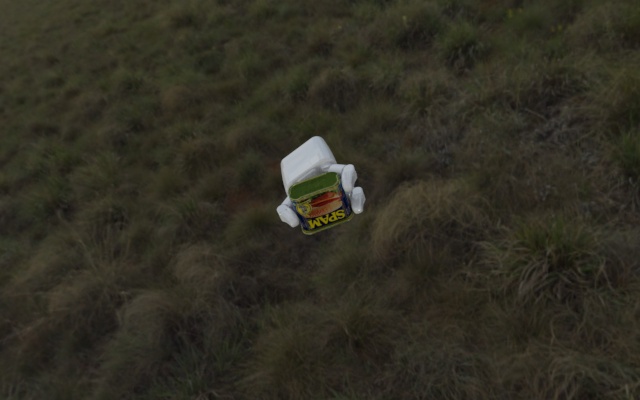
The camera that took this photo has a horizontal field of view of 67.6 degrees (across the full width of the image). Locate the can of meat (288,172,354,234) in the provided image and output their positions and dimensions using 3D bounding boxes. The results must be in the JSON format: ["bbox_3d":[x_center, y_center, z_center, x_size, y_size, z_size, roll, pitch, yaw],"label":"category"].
[{"bbox_3d":[0.000,0.003,0.871,0.102,0.084,0.057,-19,35,4],"label":"can of meat"}]
